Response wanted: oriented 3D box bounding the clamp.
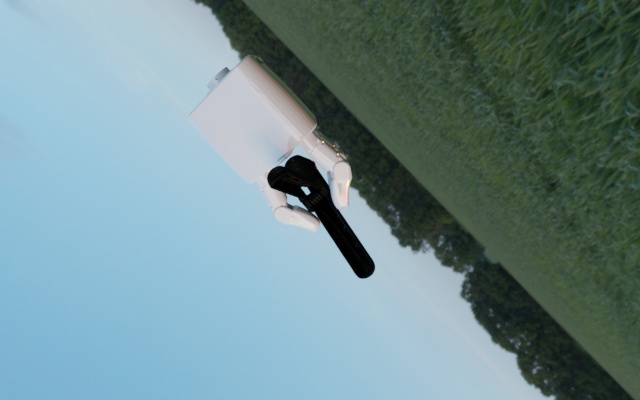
[{"bbox_3d":[-0.001,0.002,0.589,0.036,0.164,0.210,-38,15,9],"label":"clamp"}]
